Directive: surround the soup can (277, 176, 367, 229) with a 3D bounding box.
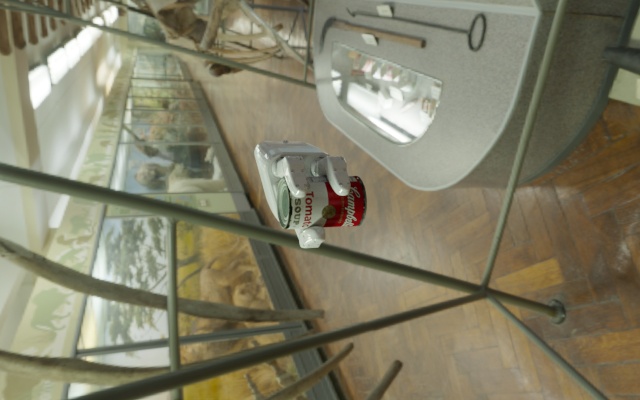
[{"bbox_3d":[0.000,0.002,0.618,0.102,0.068,0.068,-1,0,-19],"label":"soup can"}]
